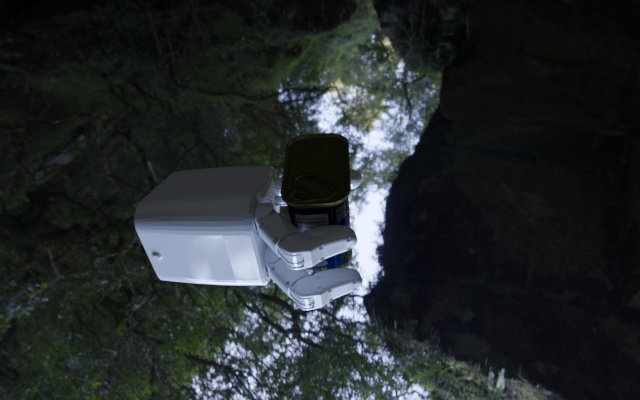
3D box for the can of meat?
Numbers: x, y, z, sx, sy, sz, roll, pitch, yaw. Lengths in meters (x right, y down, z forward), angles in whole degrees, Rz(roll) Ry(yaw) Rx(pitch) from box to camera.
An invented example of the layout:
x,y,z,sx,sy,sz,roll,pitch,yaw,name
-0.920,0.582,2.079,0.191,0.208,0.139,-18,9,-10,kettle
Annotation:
x,y,z,sx,sy,sz,roll,pitch,yaw,name
0.000,0.002,0.435,0.057,0.084,0.102,-3,40,4,can of meat
